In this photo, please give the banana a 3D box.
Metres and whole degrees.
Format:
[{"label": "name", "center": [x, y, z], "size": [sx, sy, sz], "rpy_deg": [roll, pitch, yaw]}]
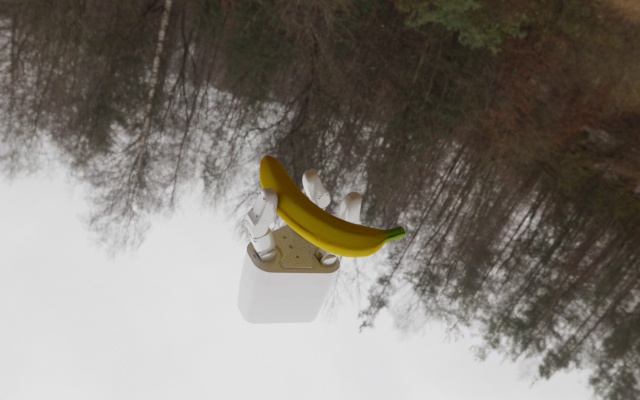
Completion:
[{"label": "banana", "center": [-0.008, 0.012, 0.534], "size": [0.197, 0.037, 0.069], "rpy_deg": [31, 43, 21]}]
